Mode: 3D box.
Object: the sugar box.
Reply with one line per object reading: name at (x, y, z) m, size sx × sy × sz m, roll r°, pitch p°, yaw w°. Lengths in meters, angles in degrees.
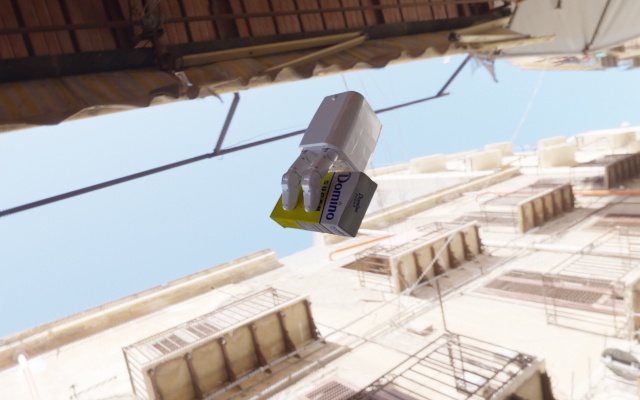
sugar box at (0.000, 0.002, 0.749) m, size 0.048 × 0.093 × 0.176 m, roll 36°, pitch -21°, yaw -32°
